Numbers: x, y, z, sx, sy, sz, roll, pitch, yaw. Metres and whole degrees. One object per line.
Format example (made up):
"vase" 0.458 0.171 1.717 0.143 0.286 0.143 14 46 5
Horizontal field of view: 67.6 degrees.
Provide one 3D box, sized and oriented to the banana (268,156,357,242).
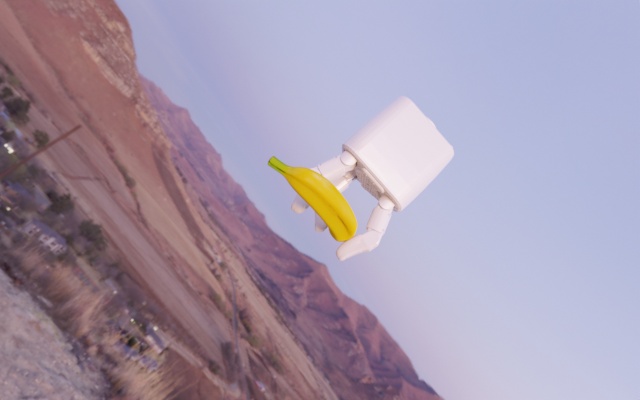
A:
"banana" 0.010 0.010 0.571 0.069 0.037 0.198 39 -8 37
